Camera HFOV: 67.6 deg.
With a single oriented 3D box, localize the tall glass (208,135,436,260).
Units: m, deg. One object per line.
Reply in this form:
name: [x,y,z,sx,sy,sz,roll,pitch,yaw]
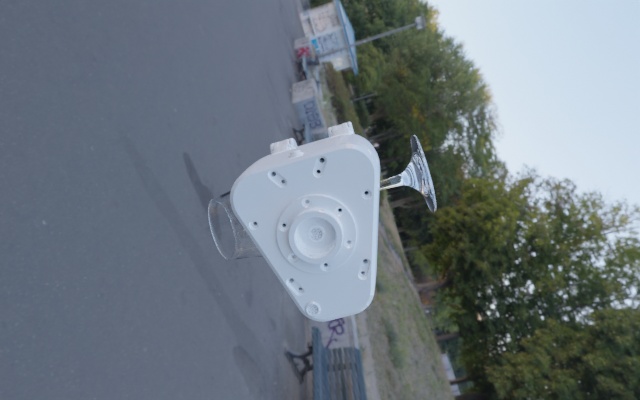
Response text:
tall glass: [0.001,0.001,0.450,0.201,0.079,0.079,-15,-2,6]
